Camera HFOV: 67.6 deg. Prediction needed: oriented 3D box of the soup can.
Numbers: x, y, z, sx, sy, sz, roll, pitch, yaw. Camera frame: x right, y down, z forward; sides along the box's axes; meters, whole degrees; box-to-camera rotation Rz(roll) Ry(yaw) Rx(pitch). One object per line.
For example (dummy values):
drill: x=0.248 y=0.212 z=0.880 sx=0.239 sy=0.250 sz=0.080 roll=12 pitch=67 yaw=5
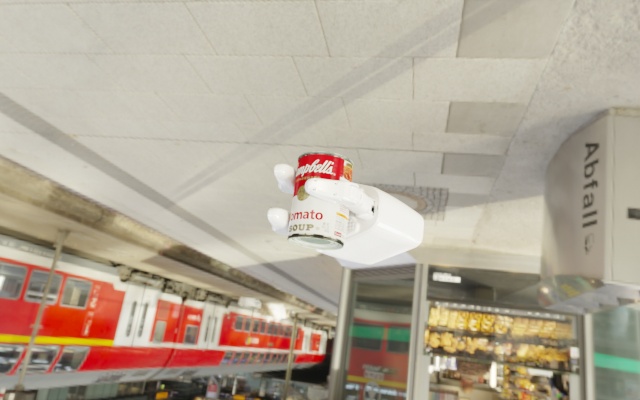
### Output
soup can: x=0.000 y=0.002 z=0.561 sx=0.068 sy=0.102 sz=0.068 roll=7 pitch=-17 yaw=2
